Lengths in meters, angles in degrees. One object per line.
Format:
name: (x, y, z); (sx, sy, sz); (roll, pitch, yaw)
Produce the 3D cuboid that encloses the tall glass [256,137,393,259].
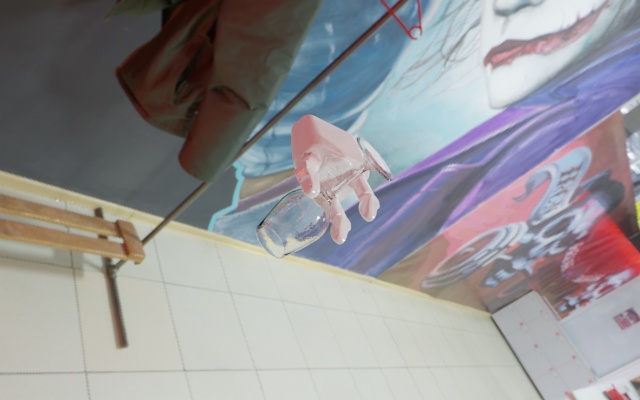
tall glass: (0.001, 0.002, 0.671); (0.201, 0.079, 0.079); (-39, -15, 19)
